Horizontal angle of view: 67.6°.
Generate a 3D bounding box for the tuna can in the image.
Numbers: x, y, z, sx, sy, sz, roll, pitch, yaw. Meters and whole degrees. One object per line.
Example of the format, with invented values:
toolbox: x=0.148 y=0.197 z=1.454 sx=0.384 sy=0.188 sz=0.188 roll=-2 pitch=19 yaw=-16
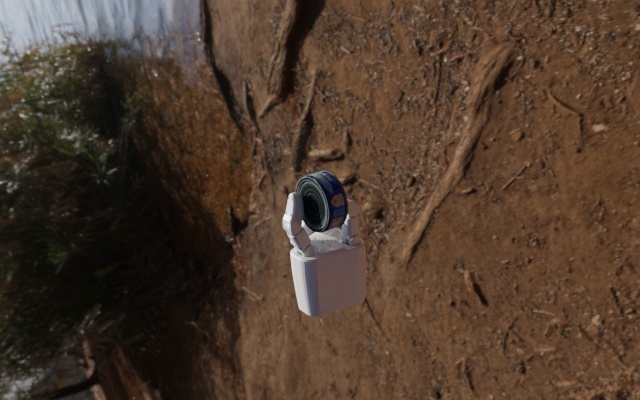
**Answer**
tuna can: x=0.000 y=0.002 z=0.687 sx=0.034 sy=0.086 sz=0.086 roll=-17 pitch=9 yaw=-33
